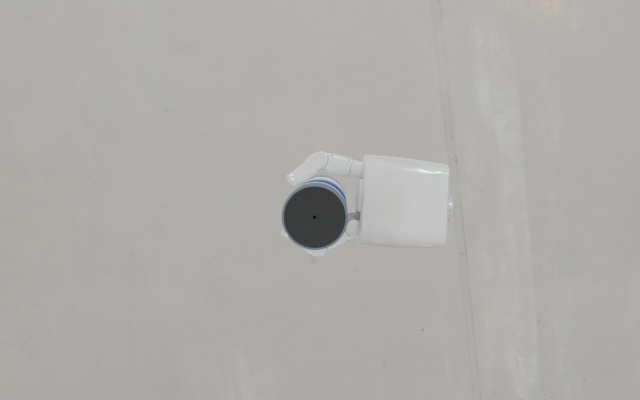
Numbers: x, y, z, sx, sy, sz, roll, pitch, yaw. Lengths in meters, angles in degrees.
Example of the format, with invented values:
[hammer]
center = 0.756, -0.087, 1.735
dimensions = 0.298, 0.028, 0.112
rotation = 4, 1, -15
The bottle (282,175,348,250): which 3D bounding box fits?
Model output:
[bottle]
center = 0.000, 0.002, 0.619
dimensions = 0.069, 0.069, 0.295
rotation = 0, 6, 2
